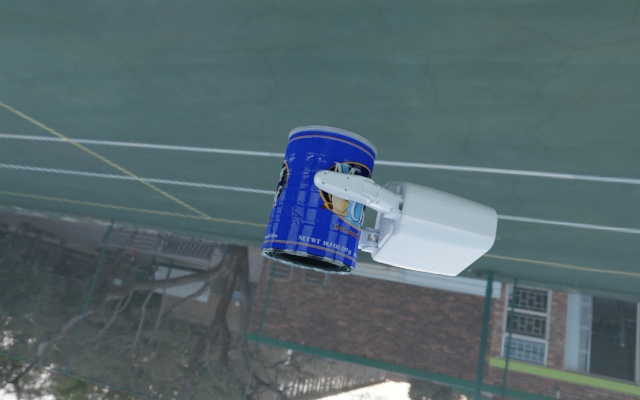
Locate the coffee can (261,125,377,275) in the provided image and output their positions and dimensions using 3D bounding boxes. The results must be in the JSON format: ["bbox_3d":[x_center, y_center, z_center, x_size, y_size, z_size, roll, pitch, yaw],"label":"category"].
[{"bbox_3d":[0.000,0.002,0.529,0.103,0.140,0.103,11,-15,3],"label":"coffee can"}]
